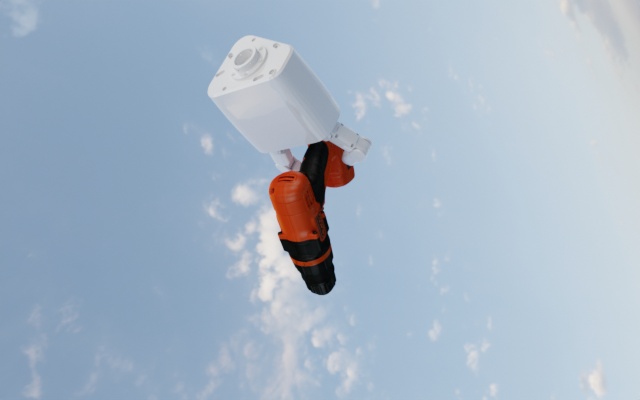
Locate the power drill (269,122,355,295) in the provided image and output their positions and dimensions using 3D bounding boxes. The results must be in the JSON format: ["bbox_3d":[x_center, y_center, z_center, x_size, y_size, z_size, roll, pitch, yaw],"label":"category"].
[{"bbox_3d":[0.000,0.001,0.609,0.057,0.185,0.187,-1,41,16],"label":"power drill"}]
